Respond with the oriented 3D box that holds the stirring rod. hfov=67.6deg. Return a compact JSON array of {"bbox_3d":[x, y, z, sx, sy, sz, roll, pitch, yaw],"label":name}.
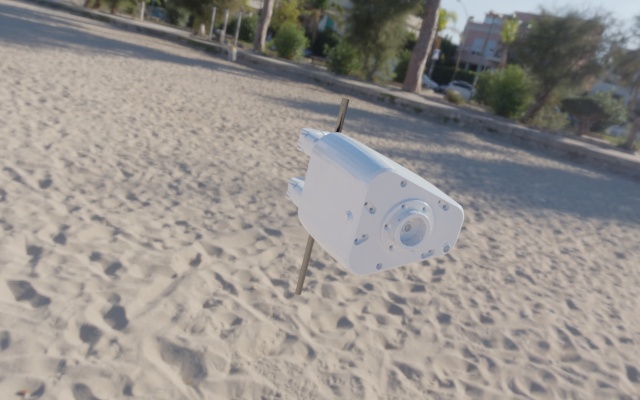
[{"bbox_3d":[0.000,0.002,0.552,0.011,0.239,0.011,13,16,-4],"label":"stirring rod"}]
